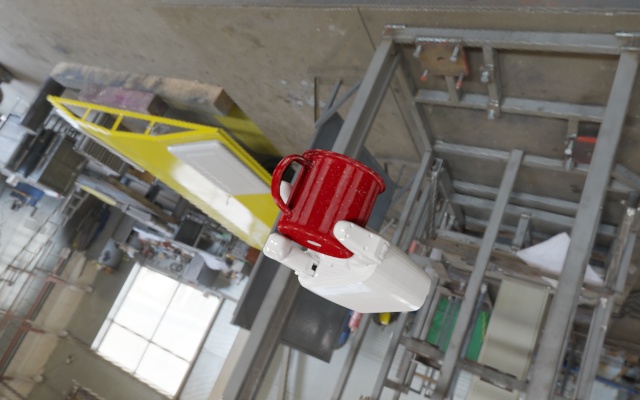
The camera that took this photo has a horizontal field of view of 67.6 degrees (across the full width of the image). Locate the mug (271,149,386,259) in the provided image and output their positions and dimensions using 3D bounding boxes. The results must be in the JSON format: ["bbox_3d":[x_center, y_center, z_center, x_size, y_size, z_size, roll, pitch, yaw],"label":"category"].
[{"bbox_3d":[-0.001,0.001,0.470,0.117,0.081,0.093,34,-19,-35],"label":"mug"}]
